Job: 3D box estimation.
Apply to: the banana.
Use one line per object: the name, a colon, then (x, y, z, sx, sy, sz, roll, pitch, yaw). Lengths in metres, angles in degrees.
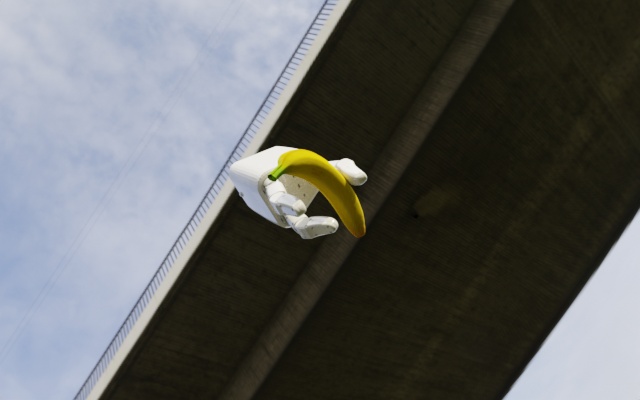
banana: (0.004, -0.016, 0.638, 0.037, 0.069, 0.198, 5, -21, 45)
